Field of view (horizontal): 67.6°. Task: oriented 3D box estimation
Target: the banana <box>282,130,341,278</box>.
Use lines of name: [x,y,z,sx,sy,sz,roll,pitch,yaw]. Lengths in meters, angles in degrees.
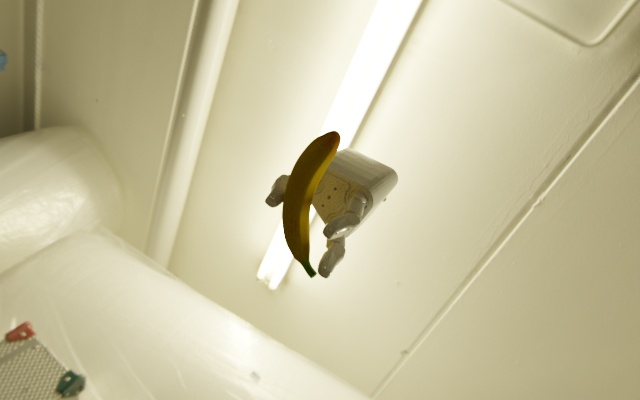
banana: [-0.016,-0.001,0.597,0.069,0.198,0.037,22,29,25]
